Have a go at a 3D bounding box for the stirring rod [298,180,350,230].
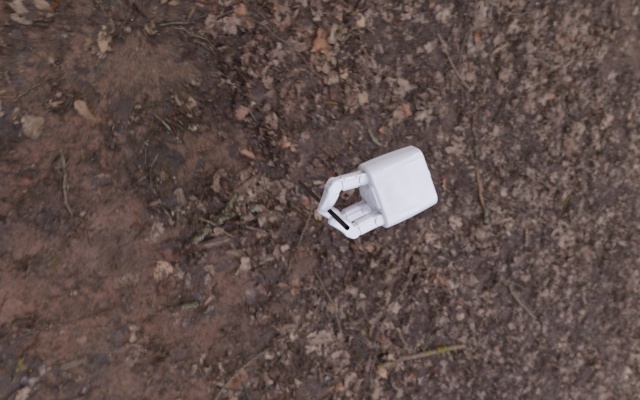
[{"bbox_3d":[0.000,0.003,0.843,0.011,0.011,0.239,0,19,-22],"label":"stirring rod"}]
